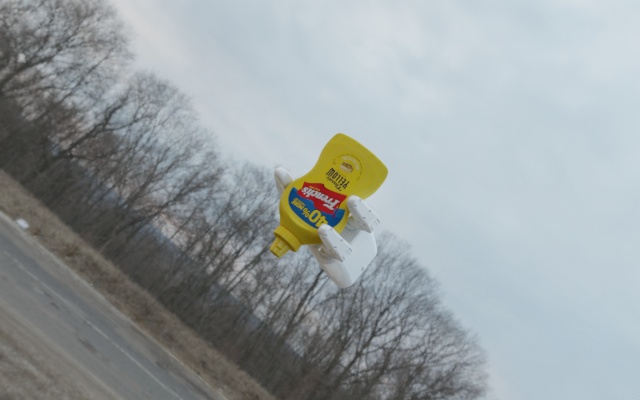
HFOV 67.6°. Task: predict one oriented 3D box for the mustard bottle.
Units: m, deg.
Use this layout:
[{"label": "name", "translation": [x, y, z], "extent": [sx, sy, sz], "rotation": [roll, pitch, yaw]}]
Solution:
[{"label": "mustard bottle", "translation": [0.000, 0.002, 0.657], "extent": [0.096, 0.191, 0.058], "rotation": [40, -15, 9]}]
